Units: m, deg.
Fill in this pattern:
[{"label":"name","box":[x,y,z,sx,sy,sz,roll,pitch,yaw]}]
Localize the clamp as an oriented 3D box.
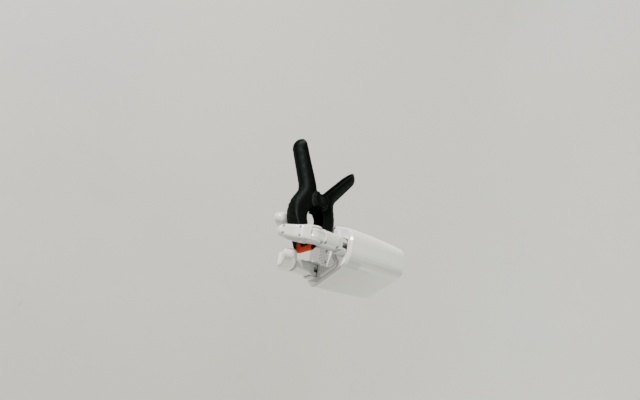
[{"label":"clamp","box":[0.000,0.002,0.714,0.120,0.171,0.039,21,-26,-29]}]
